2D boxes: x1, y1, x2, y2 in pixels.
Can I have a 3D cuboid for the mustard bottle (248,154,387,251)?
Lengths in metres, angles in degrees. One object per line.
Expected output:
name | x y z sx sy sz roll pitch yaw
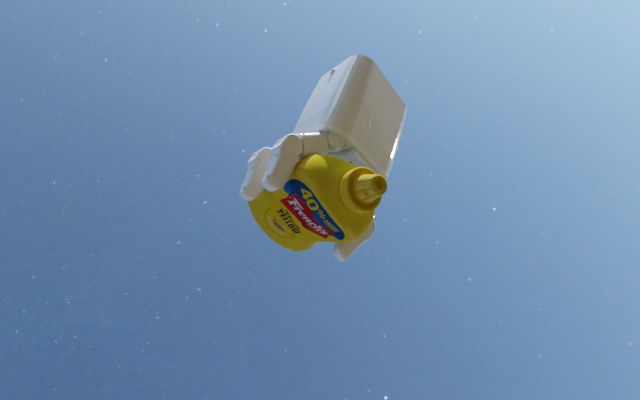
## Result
mustard bottle | 0.000 0.002 0.487 0.058 0.096 0.191 -45 15 -31
